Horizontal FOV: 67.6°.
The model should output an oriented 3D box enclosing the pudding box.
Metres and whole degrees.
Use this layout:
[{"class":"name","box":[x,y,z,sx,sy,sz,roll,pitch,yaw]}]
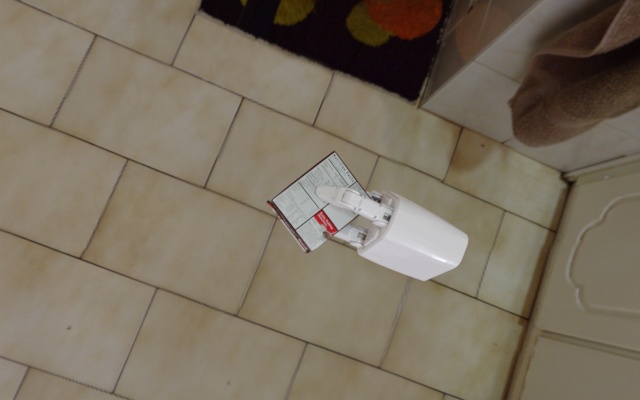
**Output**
[{"class":"pudding box","box":[0.000,0.002,0.632,0.113,0.090,0.039,-38,3,-13]}]
